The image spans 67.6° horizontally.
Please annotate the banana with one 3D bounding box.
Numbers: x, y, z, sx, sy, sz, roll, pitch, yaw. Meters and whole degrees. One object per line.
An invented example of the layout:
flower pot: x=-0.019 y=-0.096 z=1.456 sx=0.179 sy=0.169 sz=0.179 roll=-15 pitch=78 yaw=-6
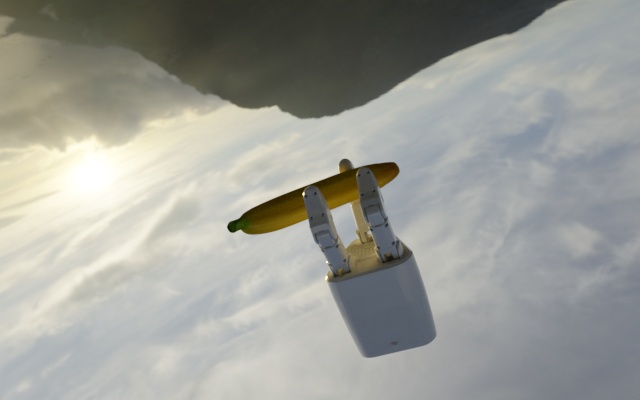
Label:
banana: x=-0.007 y=0.001 z=0.537 sx=0.198 sy=0.037 sz=0.069 roll=-22 pitch=10 yaw=-11
